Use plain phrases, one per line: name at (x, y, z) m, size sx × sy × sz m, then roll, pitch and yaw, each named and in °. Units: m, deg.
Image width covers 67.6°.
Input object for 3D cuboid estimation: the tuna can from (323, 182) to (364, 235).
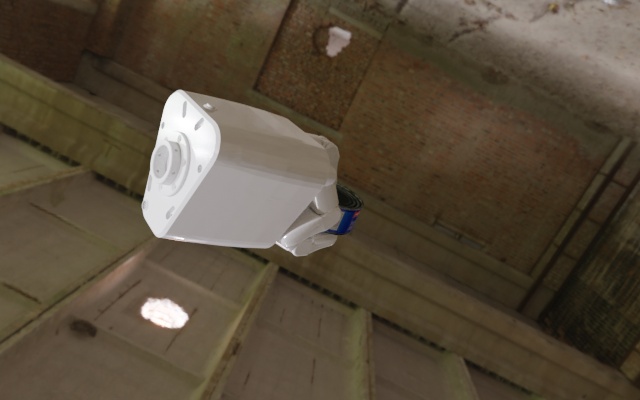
tuna can at (0.000, 0.002, 0.505) m, size 0.086 × 0.034 × 0.086 m, roll 21°, pitch 17°, yaw -7°
